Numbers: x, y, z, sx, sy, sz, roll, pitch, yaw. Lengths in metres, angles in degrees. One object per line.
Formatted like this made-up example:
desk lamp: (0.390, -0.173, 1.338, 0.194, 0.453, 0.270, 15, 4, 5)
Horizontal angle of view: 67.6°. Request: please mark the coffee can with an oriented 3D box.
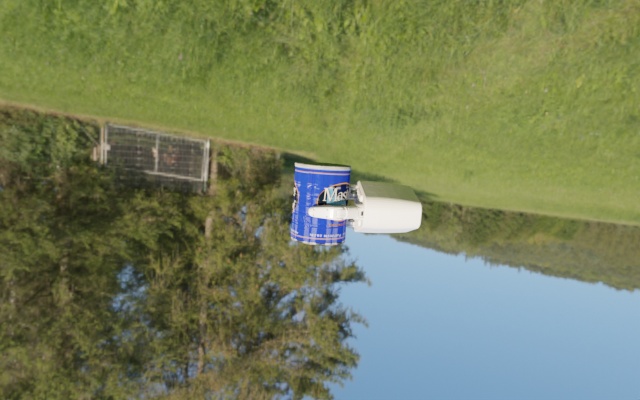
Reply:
coffee can: (0.000, 0.003, 0.877, 0.103, 0.140, 0.103, 4, 8, -1)
